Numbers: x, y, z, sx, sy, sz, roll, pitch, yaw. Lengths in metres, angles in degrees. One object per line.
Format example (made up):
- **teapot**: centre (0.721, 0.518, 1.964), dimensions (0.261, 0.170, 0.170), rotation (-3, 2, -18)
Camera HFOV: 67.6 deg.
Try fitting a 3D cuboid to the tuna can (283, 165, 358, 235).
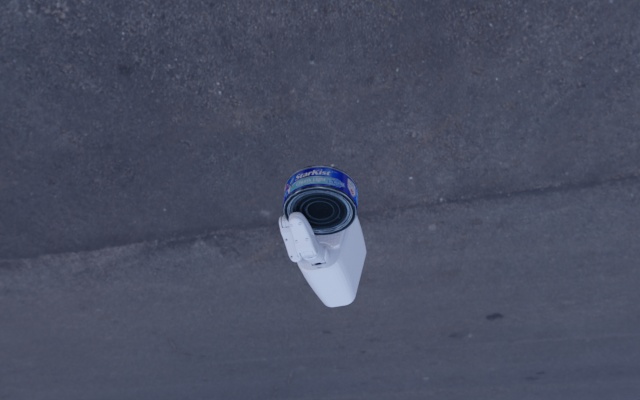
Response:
- **tuna can**: centre (0.000, 0.002, 0.545), dimensions (0.086, 0.033, 0.086), rotation (2, -42, 2)
